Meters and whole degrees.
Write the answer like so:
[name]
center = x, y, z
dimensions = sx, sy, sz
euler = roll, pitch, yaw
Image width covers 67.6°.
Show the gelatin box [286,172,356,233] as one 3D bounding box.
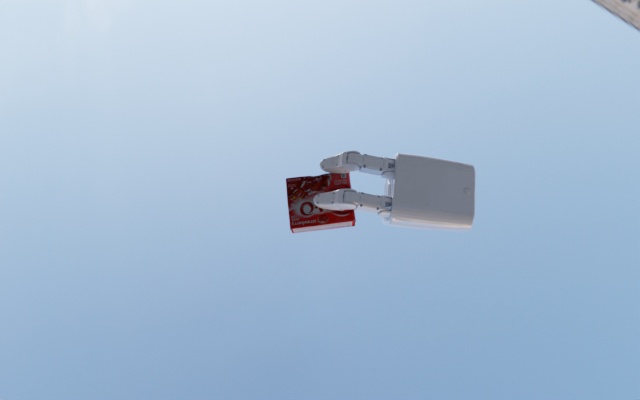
[gelatin box]
center = 0.000, 0.002, 0.650
dimensions = 0.089, 0.073, 0.030
euler = -7, -18, 1
